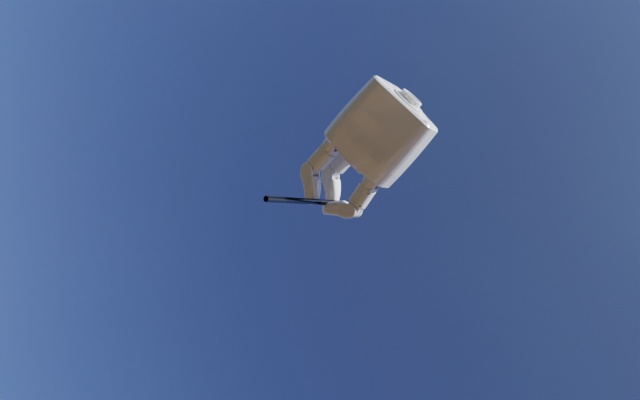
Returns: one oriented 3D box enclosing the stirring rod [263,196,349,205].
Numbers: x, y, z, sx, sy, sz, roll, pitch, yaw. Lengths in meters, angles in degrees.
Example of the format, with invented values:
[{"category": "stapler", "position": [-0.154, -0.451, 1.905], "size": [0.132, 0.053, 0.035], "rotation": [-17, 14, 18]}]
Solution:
[{"category": "stirring rod", "position": [0.000, 0.002, 0.684], "size": [0.011, 0.011, 0.239], "rotation": [0, -2, 34]}]
